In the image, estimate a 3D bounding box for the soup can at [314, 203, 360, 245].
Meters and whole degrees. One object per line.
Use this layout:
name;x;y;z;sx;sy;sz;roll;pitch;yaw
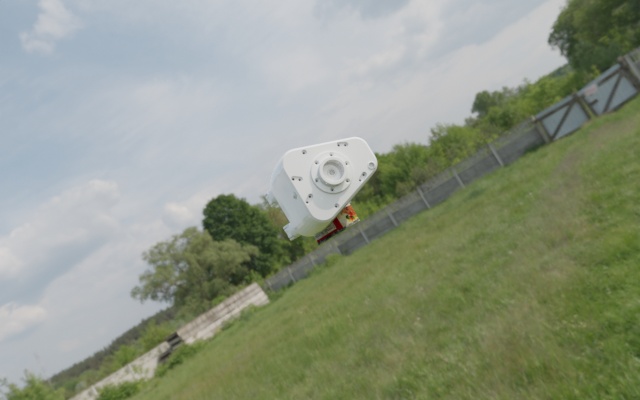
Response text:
soup can;0.000;0.002;0.672;0.068;0.102;0.068;-31;-4;-2
